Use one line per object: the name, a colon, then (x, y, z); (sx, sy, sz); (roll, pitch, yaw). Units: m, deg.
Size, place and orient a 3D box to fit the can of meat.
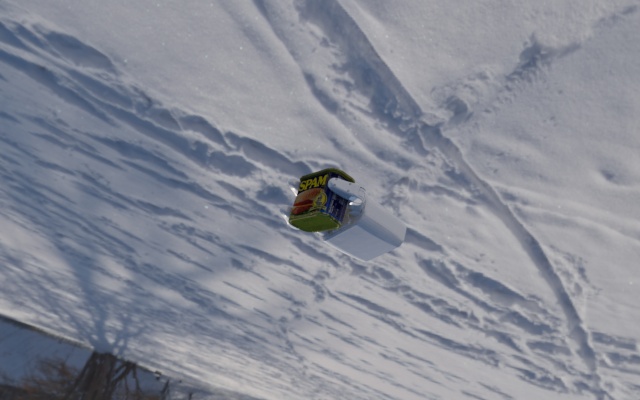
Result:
can of meat: (0.000, 0.003, 0.780); (0.057, 0.084, 0.102); (33, -29, -32)
